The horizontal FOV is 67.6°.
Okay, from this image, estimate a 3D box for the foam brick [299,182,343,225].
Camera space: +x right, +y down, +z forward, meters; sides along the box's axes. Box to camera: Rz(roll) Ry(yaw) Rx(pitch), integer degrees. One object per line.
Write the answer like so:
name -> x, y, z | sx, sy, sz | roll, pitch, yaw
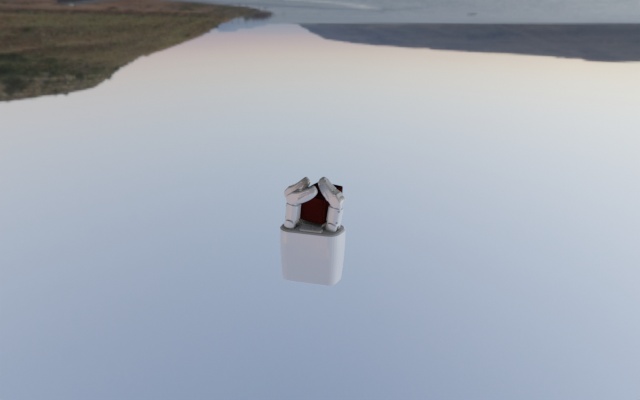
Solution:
foam brick -> 0.000, 0.003, 0.879 | 0.053, 0.051, 0.078 | 14, 24, 26
